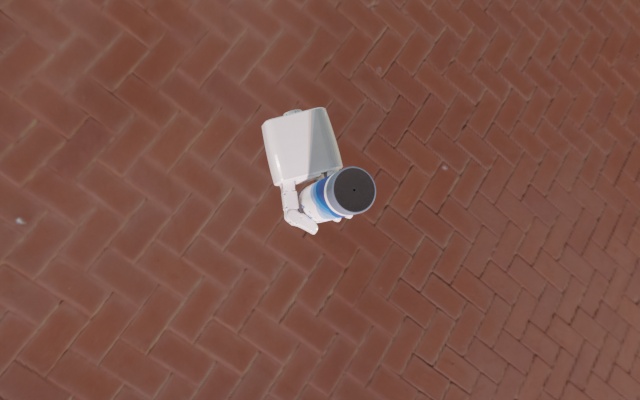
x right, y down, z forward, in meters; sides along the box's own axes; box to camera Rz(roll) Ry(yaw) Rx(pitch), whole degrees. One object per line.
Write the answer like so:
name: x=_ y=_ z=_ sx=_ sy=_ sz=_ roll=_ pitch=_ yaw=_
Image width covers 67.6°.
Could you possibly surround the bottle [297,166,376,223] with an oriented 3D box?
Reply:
bottle: x=0.000 y=0.003 z=0.798 sx=0.069 sy=0.069 sz=0.296 roll=0 pitch=-7 yaw=-19
